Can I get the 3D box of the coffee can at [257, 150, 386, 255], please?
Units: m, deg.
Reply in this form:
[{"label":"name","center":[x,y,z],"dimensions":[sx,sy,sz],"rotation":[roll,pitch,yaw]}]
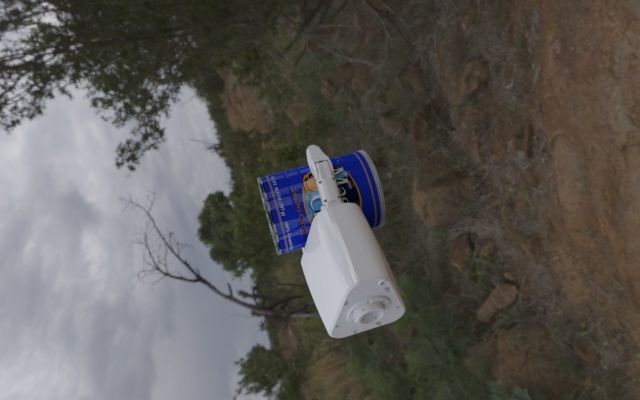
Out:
[{"label":"coffee can","center":[0.000,0.002,0.612],"dimensions":[0.140,0.103,0.103],"rotation":[-15,2,-8]}]
